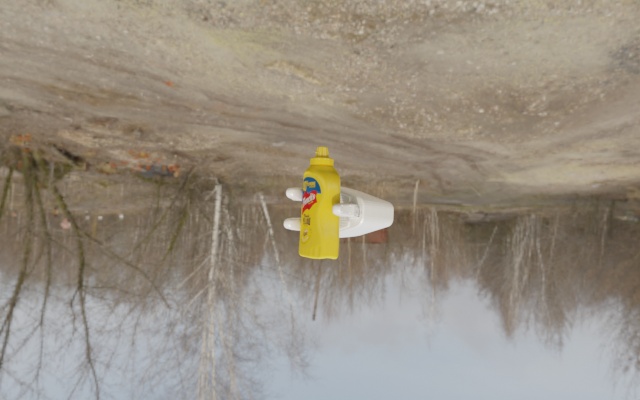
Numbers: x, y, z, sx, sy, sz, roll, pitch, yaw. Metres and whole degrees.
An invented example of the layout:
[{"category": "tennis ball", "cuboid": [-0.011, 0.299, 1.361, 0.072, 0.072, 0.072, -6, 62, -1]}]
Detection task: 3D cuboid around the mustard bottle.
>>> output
[{"category": "mustard bottle", "cuboid": [0.000, 0.003, 0.826, 0.058, 0.191, 0.096, 4, -3, -23]}]
